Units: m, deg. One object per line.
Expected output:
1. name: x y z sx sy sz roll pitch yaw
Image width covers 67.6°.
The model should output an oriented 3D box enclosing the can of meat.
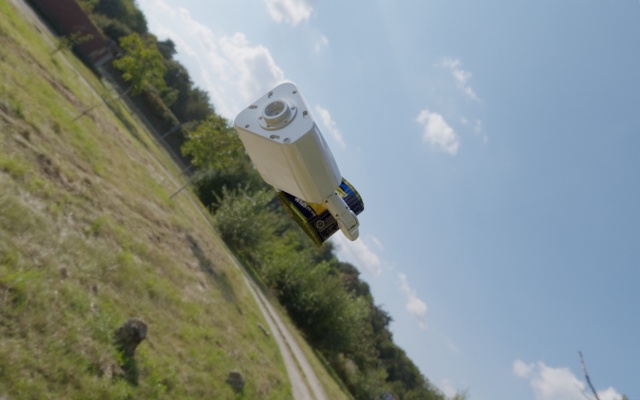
1. can of meat: 0.000 0.002 0.667 0.102 0.084 0.057 45 -12 42
